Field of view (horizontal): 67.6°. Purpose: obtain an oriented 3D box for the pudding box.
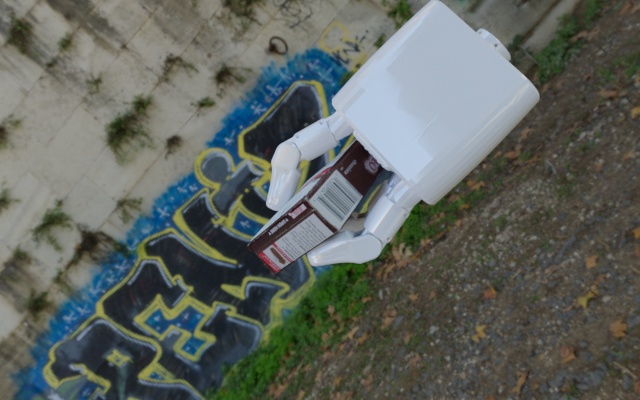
[{"bbox_3d":[0.000,0.001,0.404,0.090,0.039,0.113,-39,6,42],"label":"pudding box"}]
